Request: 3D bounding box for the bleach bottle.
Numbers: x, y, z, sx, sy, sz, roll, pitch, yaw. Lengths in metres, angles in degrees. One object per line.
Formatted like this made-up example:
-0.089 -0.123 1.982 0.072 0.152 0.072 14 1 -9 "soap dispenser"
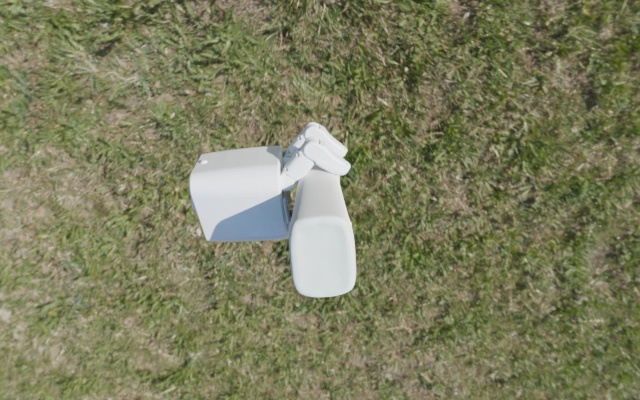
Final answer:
0.000 0.002 0.591 0.068 0.103 0.250 -4 27 1 "bleach bottle"
